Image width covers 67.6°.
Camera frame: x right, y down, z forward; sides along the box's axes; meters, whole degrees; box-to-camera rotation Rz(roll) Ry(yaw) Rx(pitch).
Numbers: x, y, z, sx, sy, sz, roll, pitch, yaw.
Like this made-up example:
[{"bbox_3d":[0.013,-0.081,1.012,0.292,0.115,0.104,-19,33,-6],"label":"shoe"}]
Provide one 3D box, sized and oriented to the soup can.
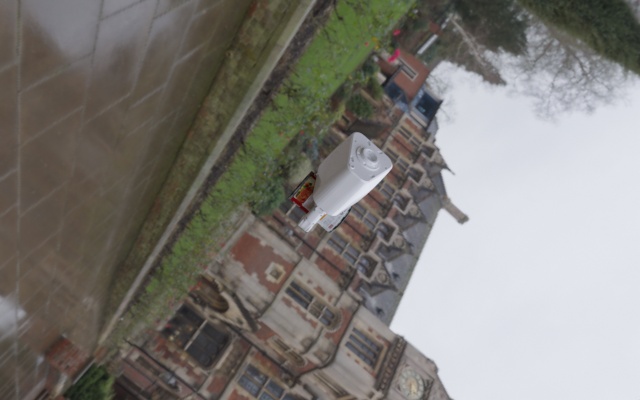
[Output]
[{"bbox_3d":[0.000,0.003,0.893,0.102,0.068,0.068,41,-5,-6],"label":"soup can"}]
